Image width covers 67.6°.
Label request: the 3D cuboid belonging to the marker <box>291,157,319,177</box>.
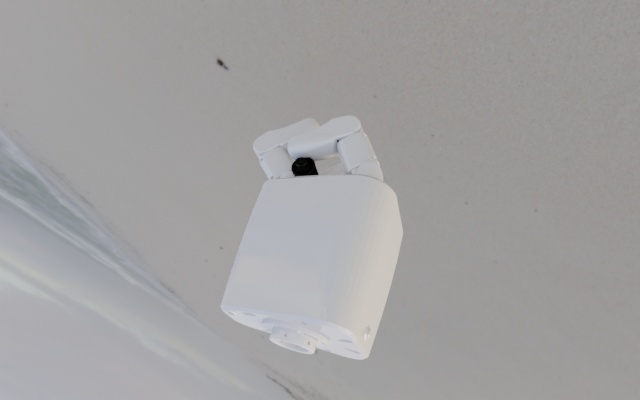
[{"bbox_3d":[0.000,0.001,0.409,0.020,0.020,0.121,0,-30,16],"label":"marker"}]
